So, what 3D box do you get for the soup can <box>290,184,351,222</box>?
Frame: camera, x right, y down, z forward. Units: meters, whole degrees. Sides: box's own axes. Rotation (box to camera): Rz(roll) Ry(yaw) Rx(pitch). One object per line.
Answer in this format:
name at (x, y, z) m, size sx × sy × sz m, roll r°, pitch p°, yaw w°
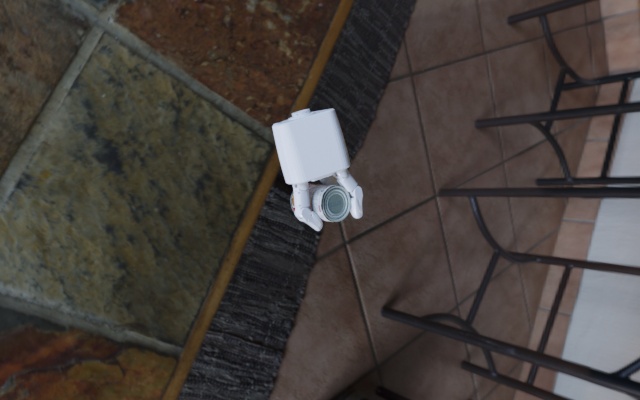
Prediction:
soup can at (0.000, 0.003, 0.884) m, size 0.068 × 0.068 × 0.102 m, roll 0°, pitch 3°, yaw -36°
